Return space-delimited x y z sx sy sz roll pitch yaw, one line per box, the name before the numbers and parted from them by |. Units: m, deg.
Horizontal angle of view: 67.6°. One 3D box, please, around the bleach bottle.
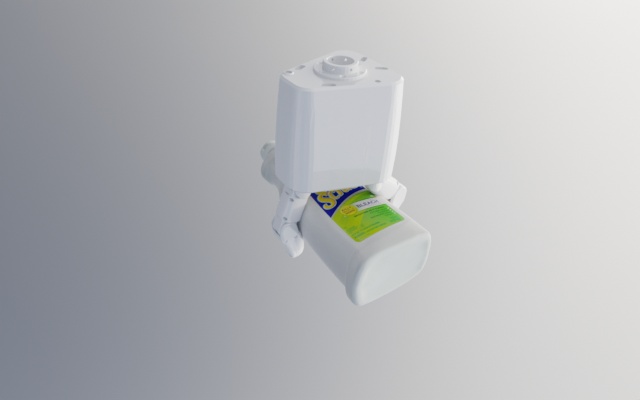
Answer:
bleach bottle | 0.000 0.002 0.533 0.102 0.068 0.250 -21 43 -30
